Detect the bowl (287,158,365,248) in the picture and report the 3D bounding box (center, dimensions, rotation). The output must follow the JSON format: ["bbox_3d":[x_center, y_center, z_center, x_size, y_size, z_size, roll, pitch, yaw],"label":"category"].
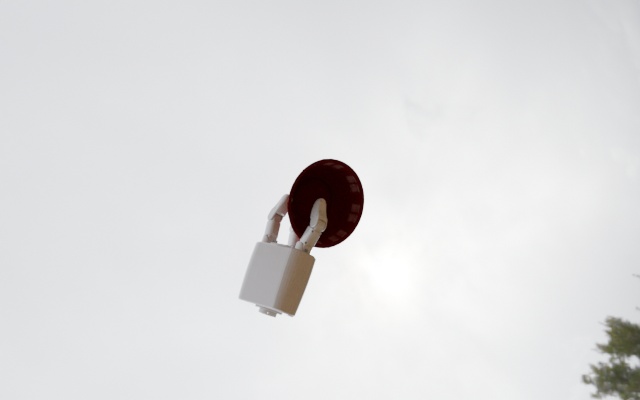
[{"bbox_3d":[0.001,0.002,0.869,0.162,0.162,0.055,0,8,-32],"label":"bowl"}]
